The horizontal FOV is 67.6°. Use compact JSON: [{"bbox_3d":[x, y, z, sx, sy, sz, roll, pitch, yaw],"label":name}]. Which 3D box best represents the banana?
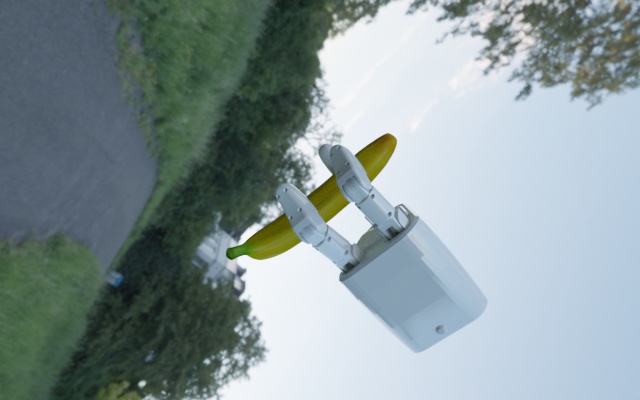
[{"bbox_3d":[-0.002,0.005,0.483,0.198,0.037,0.069,-38,-6,0],"label":"banana"}]
